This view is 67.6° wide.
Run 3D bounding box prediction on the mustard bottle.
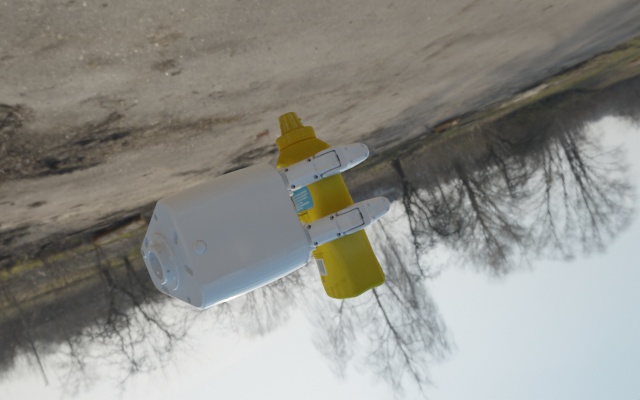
[{"bbox_3d":[0.000,0.002,0.486,0.058,0.191,0.096,-22,-1,-14],"label":"mustard bottle"}]
